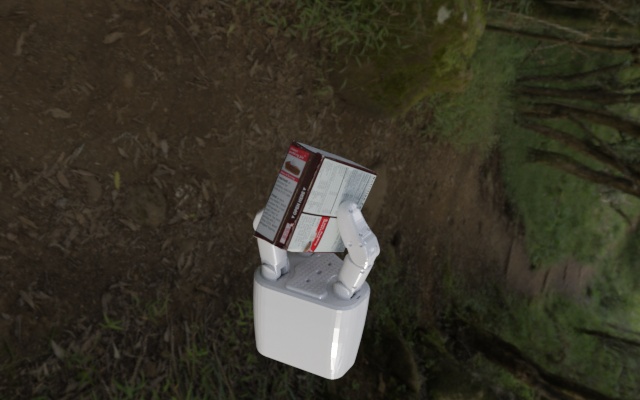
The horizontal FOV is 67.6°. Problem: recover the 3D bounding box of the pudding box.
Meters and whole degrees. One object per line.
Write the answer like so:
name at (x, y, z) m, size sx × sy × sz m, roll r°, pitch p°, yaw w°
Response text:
pudding box at (0.000, 0.002, 0.439) m, size 0.039 × 0.090 × 0.113 m, roll 26°, pitch 8°, yaw 28°
